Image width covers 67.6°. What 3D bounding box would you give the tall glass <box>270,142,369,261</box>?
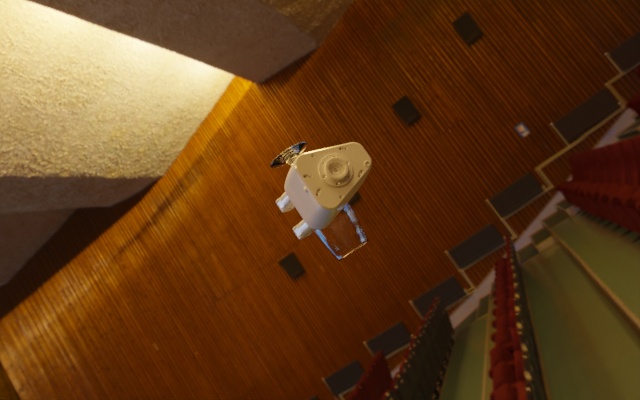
[{"bbox_3d":[0.000,0.002,0.809,0.079,0.201,0.079,-33,-8,-6],"label":"tall glass"}]
